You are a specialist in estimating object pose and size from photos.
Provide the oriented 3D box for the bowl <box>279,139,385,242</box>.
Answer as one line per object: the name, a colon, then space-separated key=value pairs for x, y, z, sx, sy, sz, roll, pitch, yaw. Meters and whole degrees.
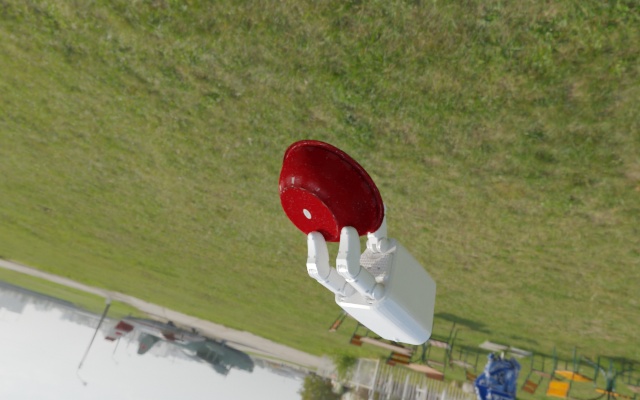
bowl: x=-0.001 y=0.001 z=0.621 sx=0.162 sy=0.162 sz=0.055 roll=0 pitch=38 yaw=47
